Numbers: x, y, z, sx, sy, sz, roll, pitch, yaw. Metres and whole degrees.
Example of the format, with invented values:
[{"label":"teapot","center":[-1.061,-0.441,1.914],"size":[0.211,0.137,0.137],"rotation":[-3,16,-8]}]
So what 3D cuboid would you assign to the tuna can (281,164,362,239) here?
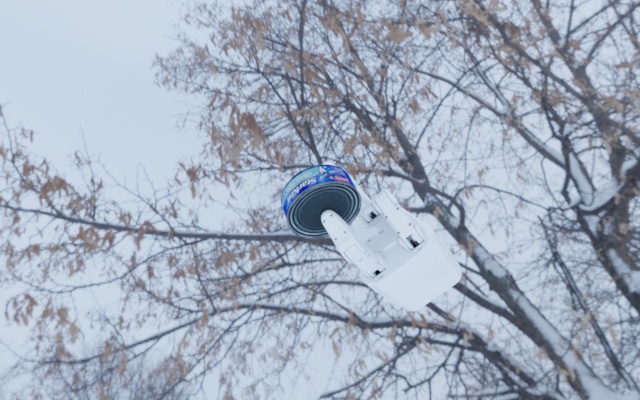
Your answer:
[{"label":"tuna can","center":[0.000,0.001,0.530],"size":[0.086,0.086,0.033],"rotation":[0,43,-24]}]
